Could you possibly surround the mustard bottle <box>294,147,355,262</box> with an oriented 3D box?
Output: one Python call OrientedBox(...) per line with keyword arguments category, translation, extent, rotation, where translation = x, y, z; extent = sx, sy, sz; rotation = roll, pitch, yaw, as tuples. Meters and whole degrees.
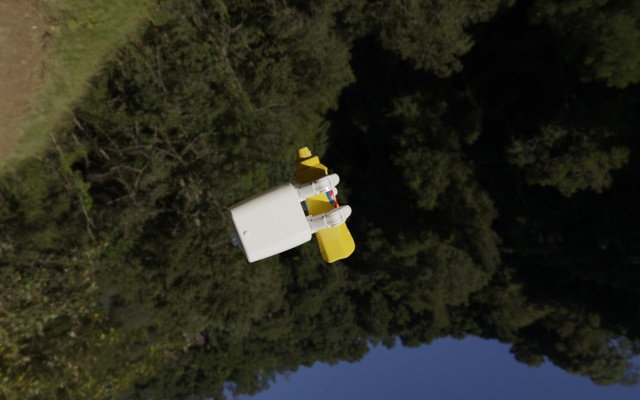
OrientedBox(category="mustard bottle", translation=(0.001, 0.003, 0.807), extent=(0.058, 0.191, 0.096), rotation=(-19, 6, 9))
